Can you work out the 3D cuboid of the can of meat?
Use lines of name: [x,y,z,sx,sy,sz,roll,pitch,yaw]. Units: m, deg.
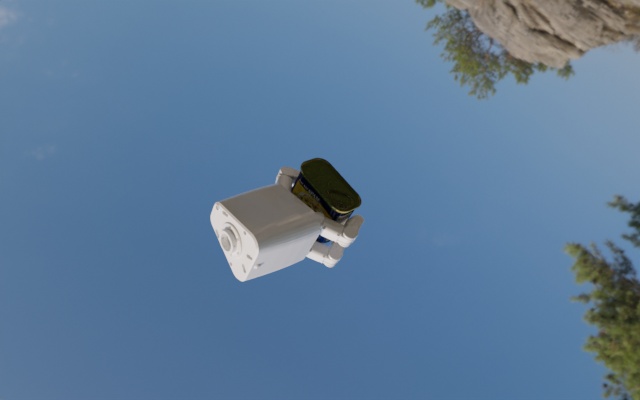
can of meat: [0.000,0.002,0.713,0.057,0.102,0.084,-23,-26,-42]
